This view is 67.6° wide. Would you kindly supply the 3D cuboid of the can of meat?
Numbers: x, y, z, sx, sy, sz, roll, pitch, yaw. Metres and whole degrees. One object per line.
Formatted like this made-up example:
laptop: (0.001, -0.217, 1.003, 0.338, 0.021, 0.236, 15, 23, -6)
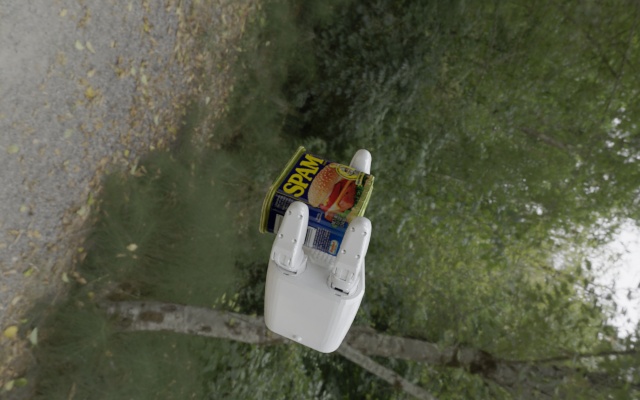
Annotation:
can of meat: (0.000, 0.002, 0.466, 0.084, 0.057, 0.102, 20, 40, 8)
